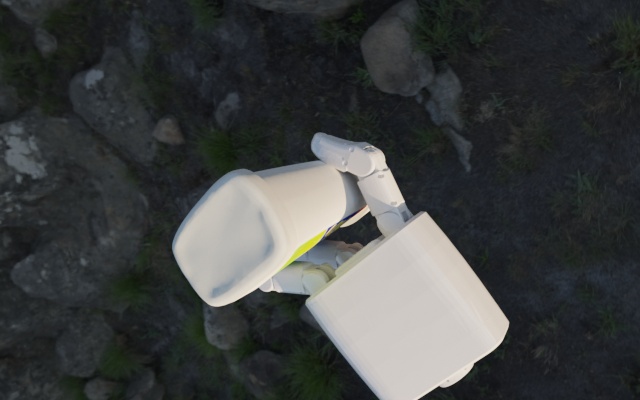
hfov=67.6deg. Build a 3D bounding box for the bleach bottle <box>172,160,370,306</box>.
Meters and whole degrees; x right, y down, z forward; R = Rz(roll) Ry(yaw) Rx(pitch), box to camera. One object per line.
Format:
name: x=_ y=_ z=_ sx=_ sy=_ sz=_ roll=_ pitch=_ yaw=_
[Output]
bleach bottle: x=0.000 y=0.001 z=0.407 sx=0.103 sy=0.068 sz=0.251 roll=-41 pitch=-10 yaw=33
